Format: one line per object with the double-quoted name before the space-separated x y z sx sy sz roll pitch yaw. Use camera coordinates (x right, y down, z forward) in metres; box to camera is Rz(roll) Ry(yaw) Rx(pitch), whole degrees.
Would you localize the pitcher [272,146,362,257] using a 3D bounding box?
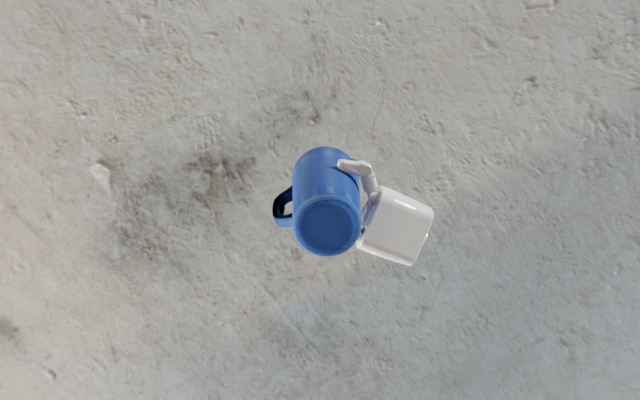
"pitcher" 0.000 0.003 0.841 0.145 0.149 0.242 22 19 -8
